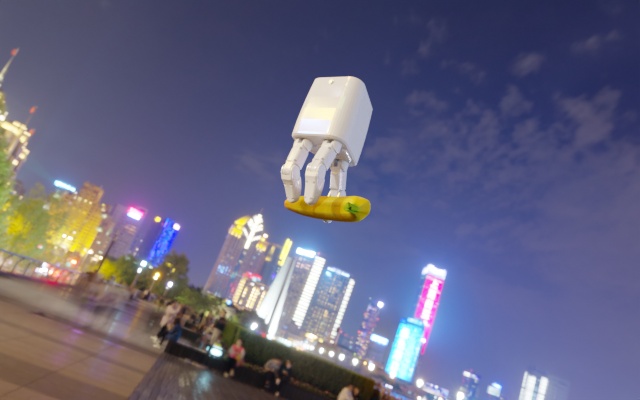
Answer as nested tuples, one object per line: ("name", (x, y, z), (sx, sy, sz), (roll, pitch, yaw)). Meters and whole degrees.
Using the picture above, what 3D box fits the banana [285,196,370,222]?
("banana", (0.017, 0.009, 0.711), (0.070, 0.037, 0.198), (22, -12, -28))
